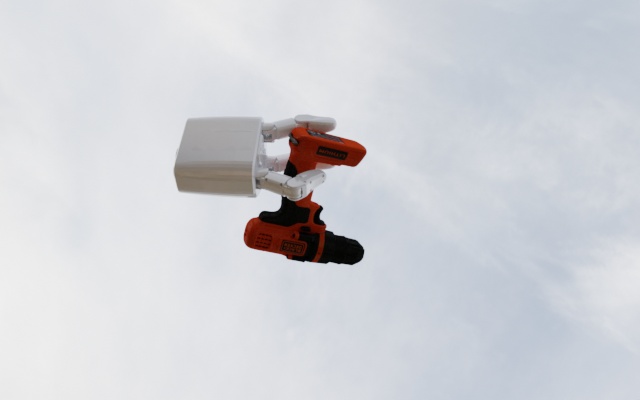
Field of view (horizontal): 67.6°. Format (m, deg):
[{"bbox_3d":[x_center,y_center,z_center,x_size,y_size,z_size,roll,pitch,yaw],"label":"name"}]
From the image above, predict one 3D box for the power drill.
[{"bbox_3d":[0.000,0.002,0.675,0.184,0.188,0.057,12,18,-20],"label":"power drill"}]
